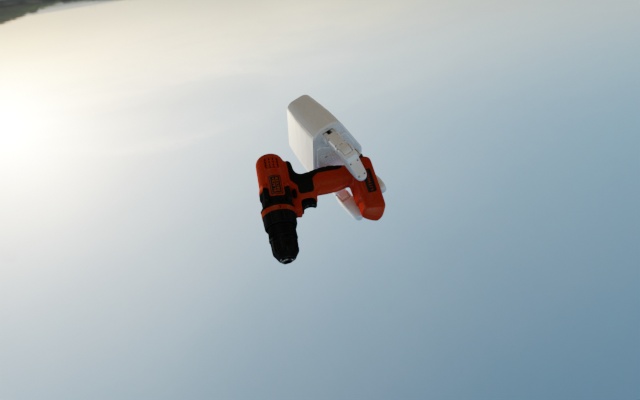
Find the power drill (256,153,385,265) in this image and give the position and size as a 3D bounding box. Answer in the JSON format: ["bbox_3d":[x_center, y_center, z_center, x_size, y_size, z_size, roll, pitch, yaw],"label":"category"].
[{"bbox_3d":[0.000,0.002,0.736,0.187,0.184,0.057,-6,-28,-15],"label":"power drill"}]
